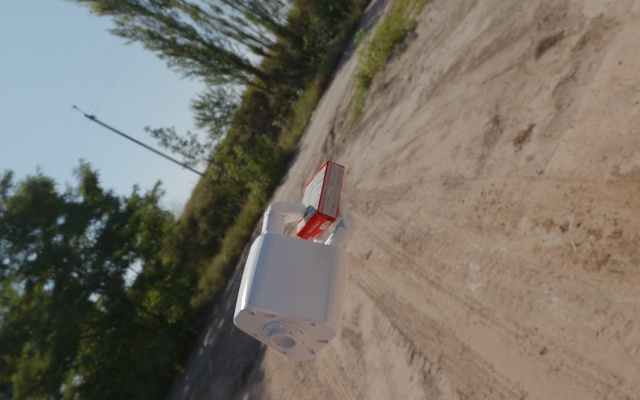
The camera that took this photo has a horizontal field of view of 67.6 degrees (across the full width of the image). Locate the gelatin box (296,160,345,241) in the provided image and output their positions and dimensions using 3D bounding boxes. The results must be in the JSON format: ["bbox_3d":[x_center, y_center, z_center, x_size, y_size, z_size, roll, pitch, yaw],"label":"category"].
[{"bbox_3d":[0.000,0.002,0.644,0.030,0.089,0.073,21,-35,-16],"label":"gelatin box"}]
